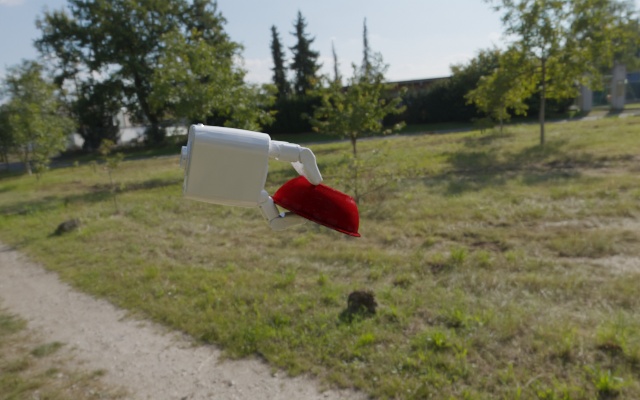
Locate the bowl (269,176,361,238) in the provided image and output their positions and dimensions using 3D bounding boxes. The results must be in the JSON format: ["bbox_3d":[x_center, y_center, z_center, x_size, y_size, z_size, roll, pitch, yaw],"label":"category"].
[{"bbox_3d":[0.001,0.002,0.764,0.162,0.055,0.162,23,2,-1],"label":"bowl"}]
